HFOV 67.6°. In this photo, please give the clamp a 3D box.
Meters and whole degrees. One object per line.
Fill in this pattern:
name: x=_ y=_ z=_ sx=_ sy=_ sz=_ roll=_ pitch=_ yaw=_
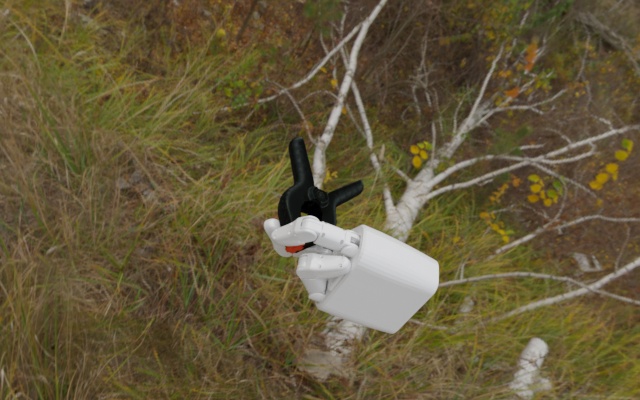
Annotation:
clamp: x=0.000 y=0.002 z=0.611 sx=0.120 sy=0.171 sz=0.039 roll=24 pitch=-41 yaw=-15
